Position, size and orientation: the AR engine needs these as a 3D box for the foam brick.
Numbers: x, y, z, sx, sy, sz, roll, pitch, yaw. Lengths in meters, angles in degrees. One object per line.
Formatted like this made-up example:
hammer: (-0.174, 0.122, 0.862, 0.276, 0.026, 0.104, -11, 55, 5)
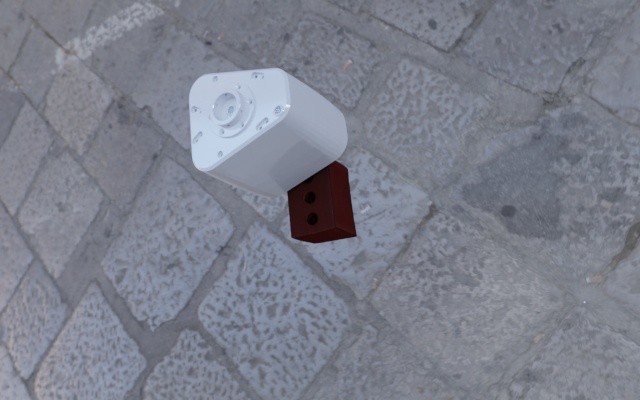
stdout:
foam brick: (0.000, 0.002, 0.497, 0.053, 0.078, 0.051, -14, -17, 24)
